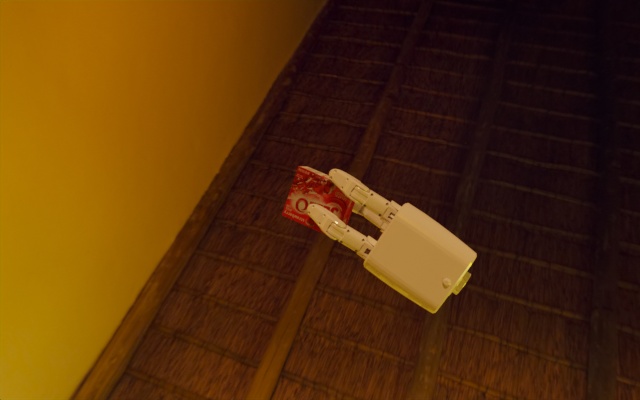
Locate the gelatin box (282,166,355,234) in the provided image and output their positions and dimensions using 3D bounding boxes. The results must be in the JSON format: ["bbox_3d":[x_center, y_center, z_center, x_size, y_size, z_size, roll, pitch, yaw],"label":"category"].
[{"bbox_3d":[0.000,0.002,0.647,0.089,0.073,0.030,23,11,22],"label":"gelatin box"}]
